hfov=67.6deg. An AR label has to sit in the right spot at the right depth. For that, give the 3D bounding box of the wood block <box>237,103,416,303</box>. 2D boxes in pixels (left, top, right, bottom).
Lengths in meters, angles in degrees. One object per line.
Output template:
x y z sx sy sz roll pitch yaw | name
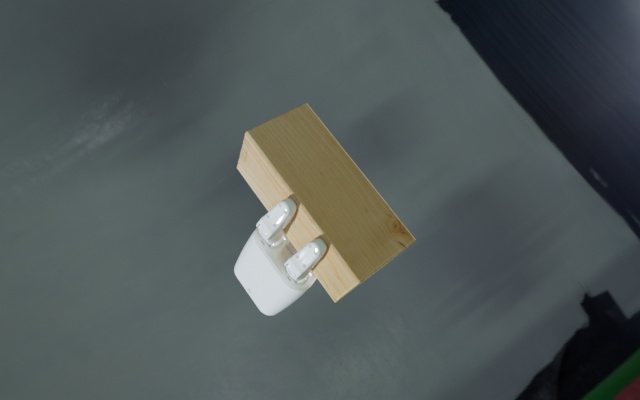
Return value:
0.000 0.002 0.563 0.091 0.206 0.090 -31 -13 -28 | wood block
